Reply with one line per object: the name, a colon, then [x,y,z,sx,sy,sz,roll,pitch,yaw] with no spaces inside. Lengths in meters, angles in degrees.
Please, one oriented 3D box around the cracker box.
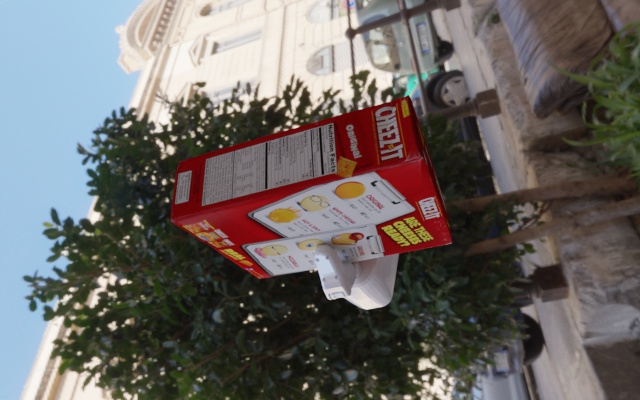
cracker box: [0.000,0.002,0.446,0.214,0.072,0.164,-14,-31,16]
